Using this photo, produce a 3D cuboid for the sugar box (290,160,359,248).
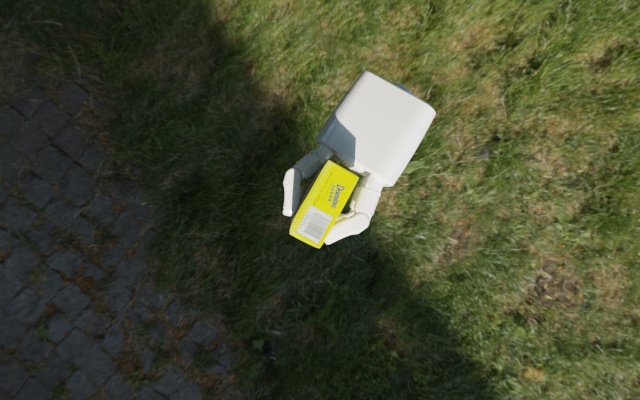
[{"bbox_3d":[0.001,0.002,0.605,0.048,0.093,0.176,30,1,-1],"label":"sugar box"}]
